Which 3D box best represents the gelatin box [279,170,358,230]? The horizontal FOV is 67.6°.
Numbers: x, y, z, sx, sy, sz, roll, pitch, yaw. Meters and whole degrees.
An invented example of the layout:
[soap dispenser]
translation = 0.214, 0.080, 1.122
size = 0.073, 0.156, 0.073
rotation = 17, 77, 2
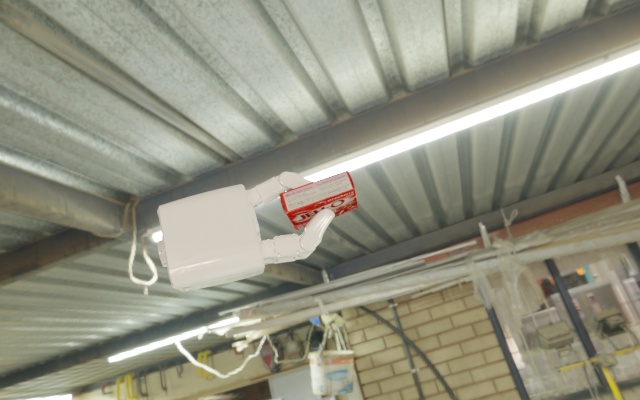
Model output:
[gelatin box]
translation = 0.000, 0.001, 0.592
size = 0.089, 0.030, 0.073
rotation = -20, -21, 0
